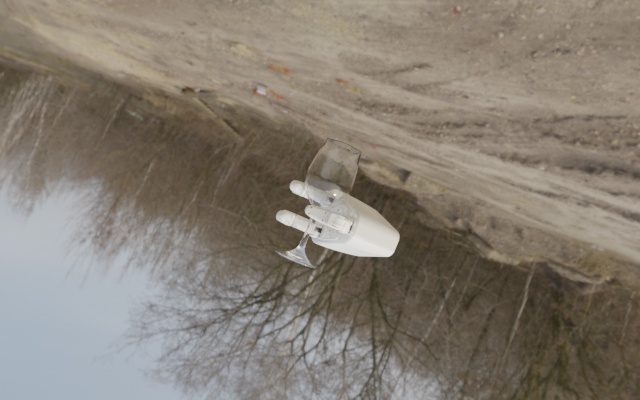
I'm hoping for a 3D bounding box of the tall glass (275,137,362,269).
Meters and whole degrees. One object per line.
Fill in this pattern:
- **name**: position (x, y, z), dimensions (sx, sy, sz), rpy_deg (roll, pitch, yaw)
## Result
- **tall glass**: position (0.000, 0.003, 0.768), dimensions (0.079, 0.201, 0.079), rpy_deg (23, -1, 0)
